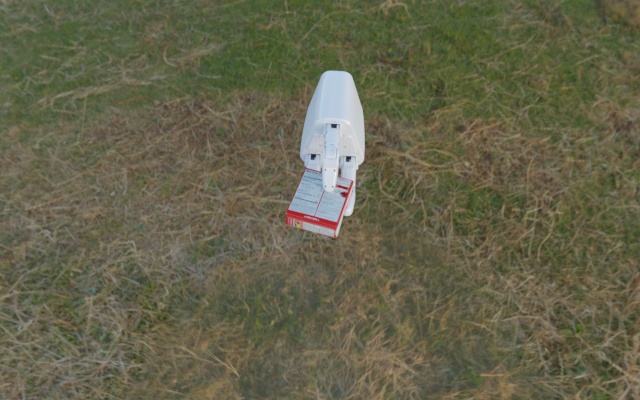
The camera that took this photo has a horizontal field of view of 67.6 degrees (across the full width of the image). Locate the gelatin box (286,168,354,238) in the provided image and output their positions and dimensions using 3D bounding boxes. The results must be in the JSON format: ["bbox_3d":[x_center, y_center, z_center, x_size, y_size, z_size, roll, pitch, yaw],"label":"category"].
[{"bbox_3d":[0.000,0.002,0.664,0.073,0.089,0.030,15,-37,9],"label":"gelatin box"}]
